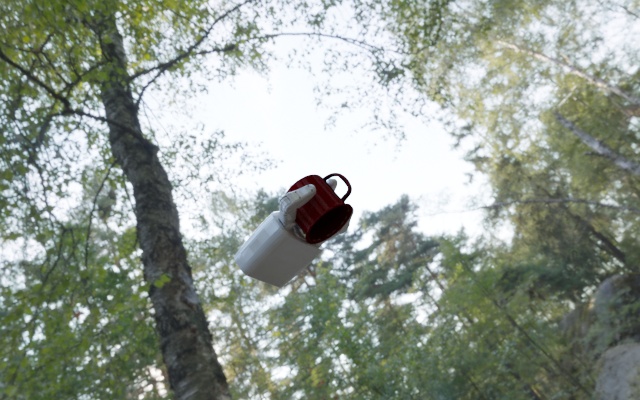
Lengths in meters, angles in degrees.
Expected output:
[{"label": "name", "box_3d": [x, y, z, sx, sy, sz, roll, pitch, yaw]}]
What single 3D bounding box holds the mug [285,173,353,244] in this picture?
[{"label": "mug", "box_3d": [0.001, 0.001, 0.782, 0.081, 0.117, 0.093, 50, 13, 26]}]
